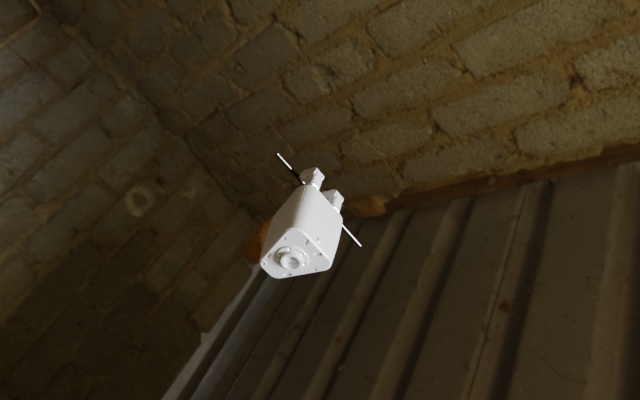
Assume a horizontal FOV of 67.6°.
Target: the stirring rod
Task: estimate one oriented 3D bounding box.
[{"bbox_3d":[0.000,0.003,0.858,0.240,0.011,0.011,48,-23,-23],"label":"stirring rod"}]
